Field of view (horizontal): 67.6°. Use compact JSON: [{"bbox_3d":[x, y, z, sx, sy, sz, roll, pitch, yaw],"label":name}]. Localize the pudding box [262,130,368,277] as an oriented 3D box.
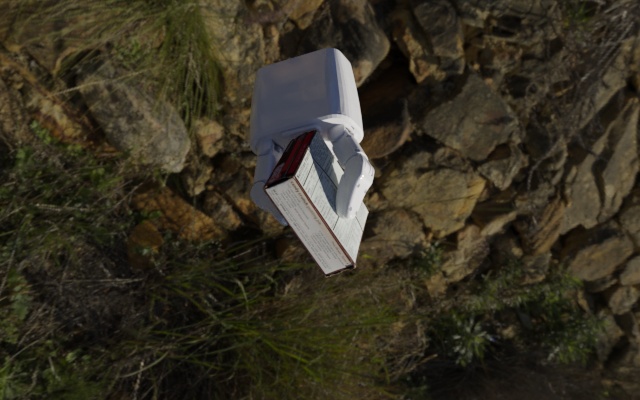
[{"bbox_3d":[0.000,0.001,0.458,0.039,0.113,0.090,-22,26,28],"label":"pudding box"}]
